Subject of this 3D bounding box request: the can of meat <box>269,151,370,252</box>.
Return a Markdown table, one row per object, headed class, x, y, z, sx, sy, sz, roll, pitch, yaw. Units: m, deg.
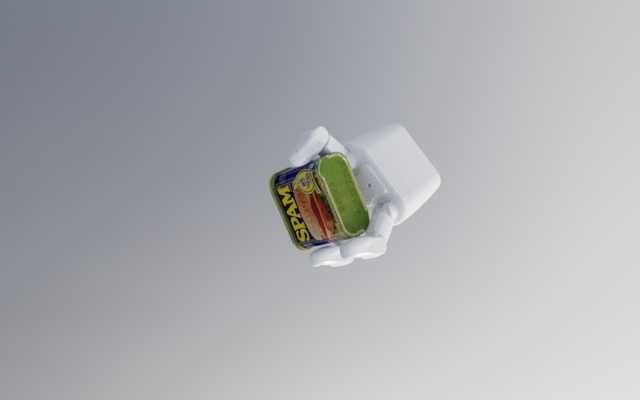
| class | x | y | z | sx | sy | sz | roll | pitch | yaw |
| --- | --- | --- | --- | --- | --- | --- | --- | --- | --- |
| can of meat | 0.000 | 0.002 | 0.548 | 0.084 | 0.102 | 0.057 | -17 | 8 | 45 |
